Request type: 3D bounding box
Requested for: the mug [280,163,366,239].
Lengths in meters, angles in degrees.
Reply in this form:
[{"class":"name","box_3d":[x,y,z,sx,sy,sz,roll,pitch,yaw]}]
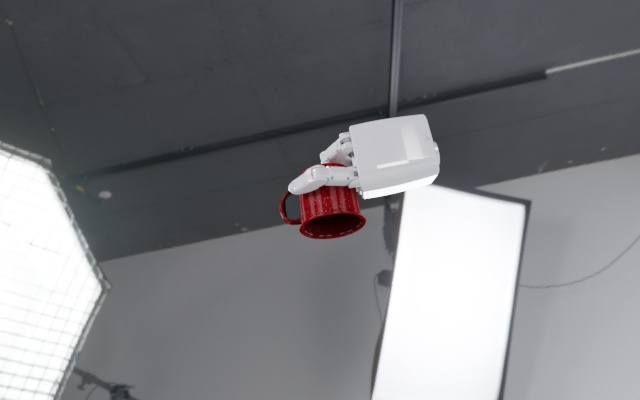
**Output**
[{"class":"mug","box_3d":[-0.001,0.002,0.675,0.117,0.081,0.093,-10,-25,4]}]
